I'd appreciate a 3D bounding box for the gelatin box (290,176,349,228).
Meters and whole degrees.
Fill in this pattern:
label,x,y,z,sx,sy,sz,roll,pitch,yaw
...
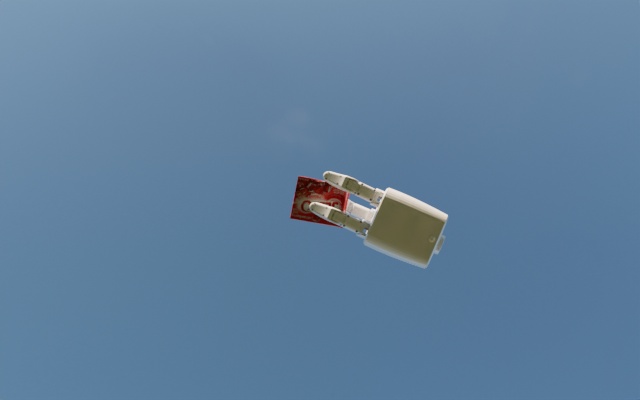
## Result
label,x,y,z,sx,sy,sz,roll,pitch,yaw
gelatin box,0.000,0.003,0.793,0.089,0.073,0.030,10,-4,14
